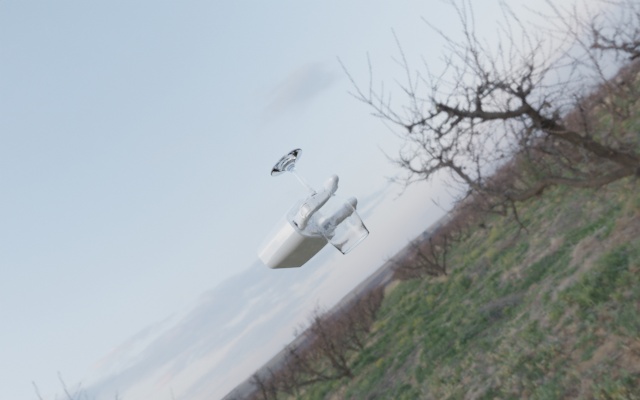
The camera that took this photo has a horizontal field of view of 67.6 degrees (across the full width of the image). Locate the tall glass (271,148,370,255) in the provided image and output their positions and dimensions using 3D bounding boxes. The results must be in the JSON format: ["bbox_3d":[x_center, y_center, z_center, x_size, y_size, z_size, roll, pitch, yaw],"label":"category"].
[{"bbox_3d":[0.000,0.002,0.862,0.079,0.201,0.079,-39,-13,-10],"label":"tall glass"}]
